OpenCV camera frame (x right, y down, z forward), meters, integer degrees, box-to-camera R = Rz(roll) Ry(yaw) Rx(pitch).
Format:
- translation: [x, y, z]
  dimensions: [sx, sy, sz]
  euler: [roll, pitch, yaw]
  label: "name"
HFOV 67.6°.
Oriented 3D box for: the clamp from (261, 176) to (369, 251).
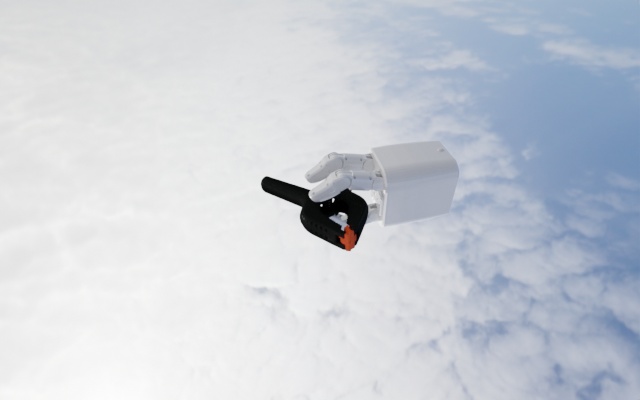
- translation: [0.001, 0.003, 0.679]
  dimensions: [0.164, 0.036, 0.209]
  euler: [-10, 32, -4]
  label: "clamp"
